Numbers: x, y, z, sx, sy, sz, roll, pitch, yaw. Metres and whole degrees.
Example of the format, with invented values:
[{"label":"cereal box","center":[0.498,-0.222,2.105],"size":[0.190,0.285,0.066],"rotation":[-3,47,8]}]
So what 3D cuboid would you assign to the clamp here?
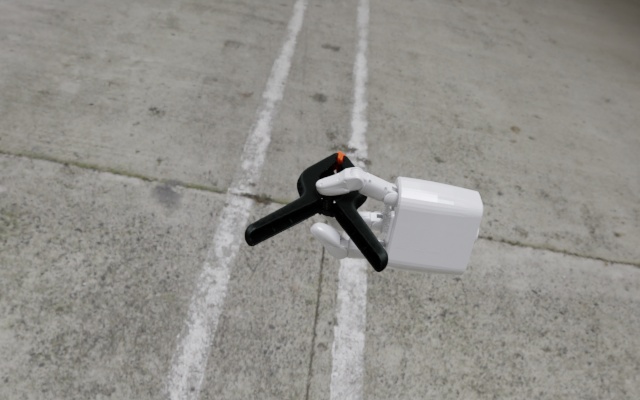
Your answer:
[{"label":"clamp","center":[0.000,0.001,0.605],"size":[0.164,0.036,0.209],"rotation":[8,38,-1]}]
